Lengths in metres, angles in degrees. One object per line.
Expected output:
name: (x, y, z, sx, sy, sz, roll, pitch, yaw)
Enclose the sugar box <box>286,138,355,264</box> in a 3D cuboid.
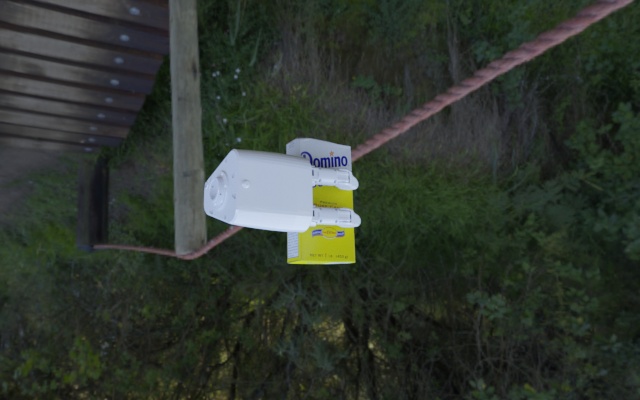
sugar box: (0.000, 0.002, 0.688, 0.093, 0.176, 0.048, 6, -12, -32)
